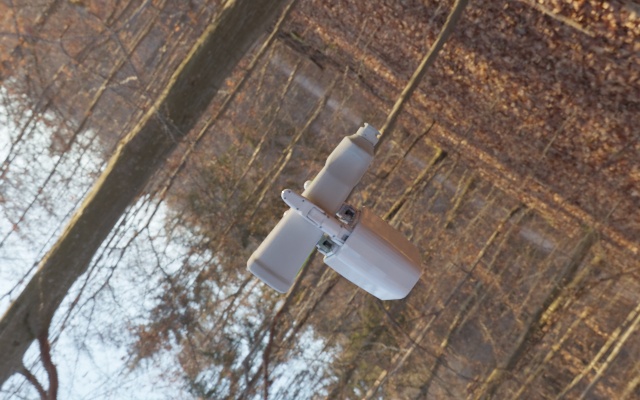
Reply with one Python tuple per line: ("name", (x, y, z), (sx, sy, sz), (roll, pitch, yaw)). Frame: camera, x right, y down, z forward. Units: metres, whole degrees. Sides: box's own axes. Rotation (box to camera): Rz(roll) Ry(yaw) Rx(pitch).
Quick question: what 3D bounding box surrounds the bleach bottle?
("bleach bottle", (0.000, 0.002, 0.656), (0.068, 0.251, 0.102), (36, 0, -2))
